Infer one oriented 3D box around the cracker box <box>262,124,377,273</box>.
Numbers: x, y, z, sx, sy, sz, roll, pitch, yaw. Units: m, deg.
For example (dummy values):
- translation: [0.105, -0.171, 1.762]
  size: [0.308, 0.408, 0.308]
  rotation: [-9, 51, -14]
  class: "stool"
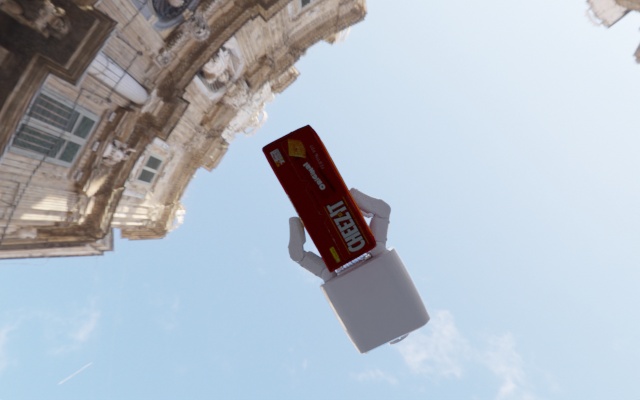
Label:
- translation: [0.000, 0.002, 0.642]
  size: [0.072, 0.164, 0.214]
  rotation: [-29, -3, -2]
  class: "cracker box"
